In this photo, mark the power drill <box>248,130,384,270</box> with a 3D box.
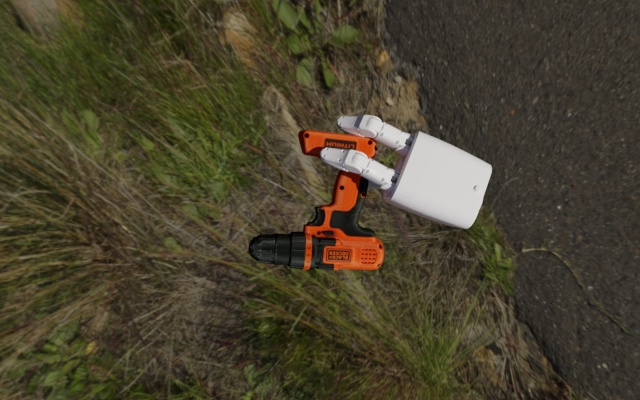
[{"bbox_3d":[0.000,0.002,0.646,0.184,0.187,0.057,4,7,-10],"label":"power drill"}]
